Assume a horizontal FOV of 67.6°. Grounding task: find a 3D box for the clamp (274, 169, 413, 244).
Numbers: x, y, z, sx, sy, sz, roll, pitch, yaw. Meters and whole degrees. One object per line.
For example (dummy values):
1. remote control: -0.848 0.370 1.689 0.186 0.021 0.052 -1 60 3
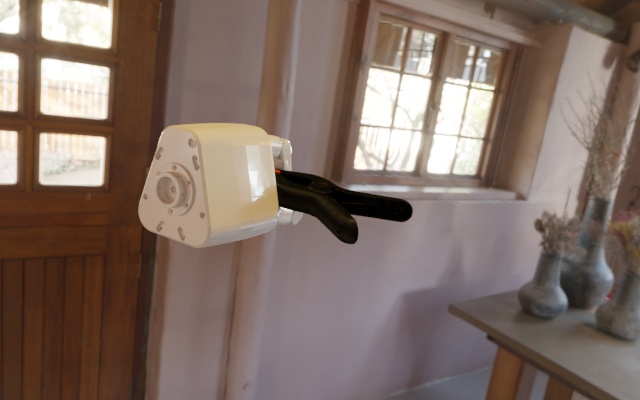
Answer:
1. clamp: 0.000 0.001 0.505 0.171 0.039 0.120 15 13 26
